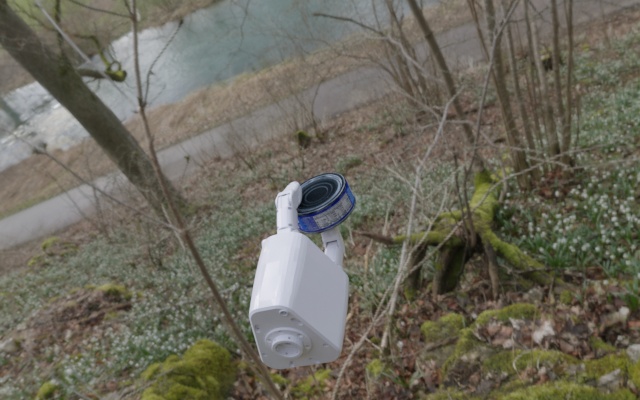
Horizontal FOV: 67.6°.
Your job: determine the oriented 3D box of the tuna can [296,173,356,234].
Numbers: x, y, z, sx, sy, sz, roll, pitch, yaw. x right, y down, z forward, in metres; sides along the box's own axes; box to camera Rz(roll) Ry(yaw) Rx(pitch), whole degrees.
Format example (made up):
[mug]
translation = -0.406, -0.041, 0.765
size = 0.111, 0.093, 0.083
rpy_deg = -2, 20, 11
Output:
[tuna can]
translation = 0.000, 0.002, 0.614
size = 0.086, 0.034, 0.086
rpy_deg = -21, 31, 13
